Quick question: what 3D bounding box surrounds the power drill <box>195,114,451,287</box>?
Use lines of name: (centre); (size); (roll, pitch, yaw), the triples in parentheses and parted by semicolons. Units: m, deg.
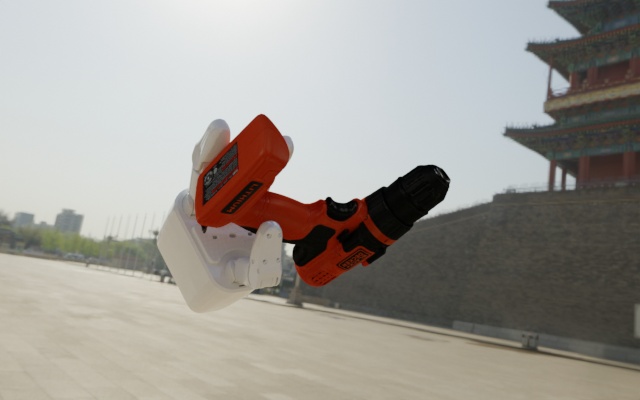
power drill: (0.000, 0.001, 0.428); (0.188, 0.057, 0.184); (29, -57, -35)
